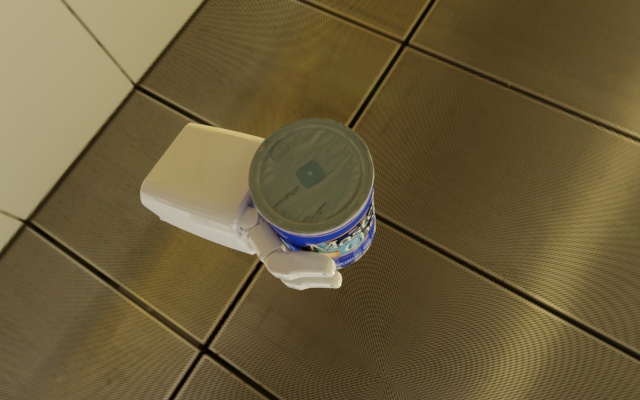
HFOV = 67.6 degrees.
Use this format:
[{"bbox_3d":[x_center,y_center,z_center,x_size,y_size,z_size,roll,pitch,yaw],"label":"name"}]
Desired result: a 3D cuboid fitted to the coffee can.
[{"bbox_3d":[0.000,0.001,0.450,0.103,0.102,0.140,0,-20,8],"label":"coffee can"}]
